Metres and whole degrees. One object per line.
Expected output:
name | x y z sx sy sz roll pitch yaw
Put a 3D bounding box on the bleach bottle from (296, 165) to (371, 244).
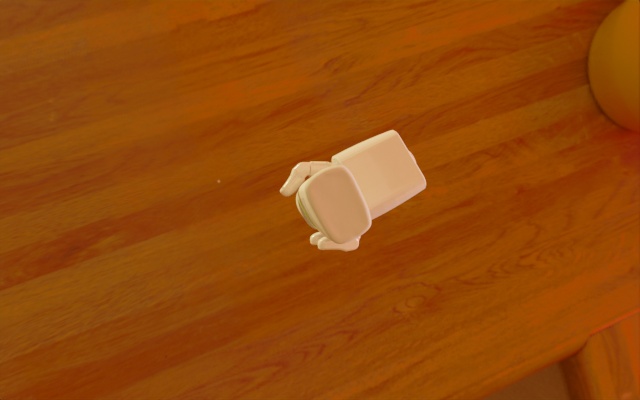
bleach bottle | 0.000 0.002 0.727 0.068 0.102 0.251 -28 8 -9
